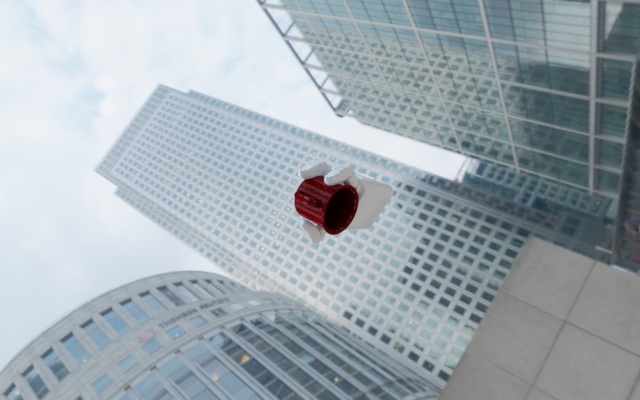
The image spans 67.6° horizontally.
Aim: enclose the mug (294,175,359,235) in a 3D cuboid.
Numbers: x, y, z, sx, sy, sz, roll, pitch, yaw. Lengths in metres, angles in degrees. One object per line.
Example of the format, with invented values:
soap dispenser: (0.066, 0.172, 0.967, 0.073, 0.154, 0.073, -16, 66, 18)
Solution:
mug: (-0.001, 0.003, 0.841, 0.081, 0.093, 0.117, 25, 11, 38)
